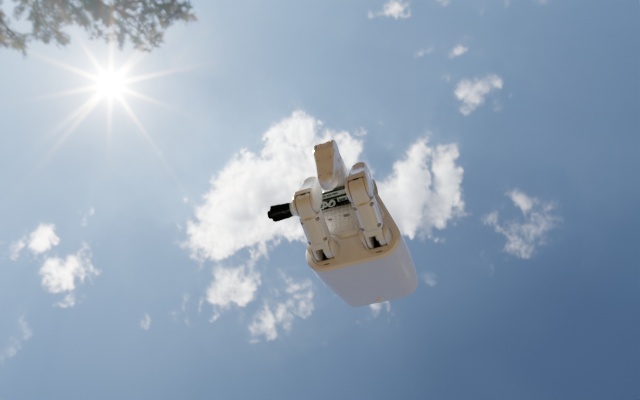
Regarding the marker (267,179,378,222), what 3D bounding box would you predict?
[{"bbox_3d":[0.000,0.002,0.500,0.121,0.020,0.020,-15,-4,16],"label":"marker"}]
